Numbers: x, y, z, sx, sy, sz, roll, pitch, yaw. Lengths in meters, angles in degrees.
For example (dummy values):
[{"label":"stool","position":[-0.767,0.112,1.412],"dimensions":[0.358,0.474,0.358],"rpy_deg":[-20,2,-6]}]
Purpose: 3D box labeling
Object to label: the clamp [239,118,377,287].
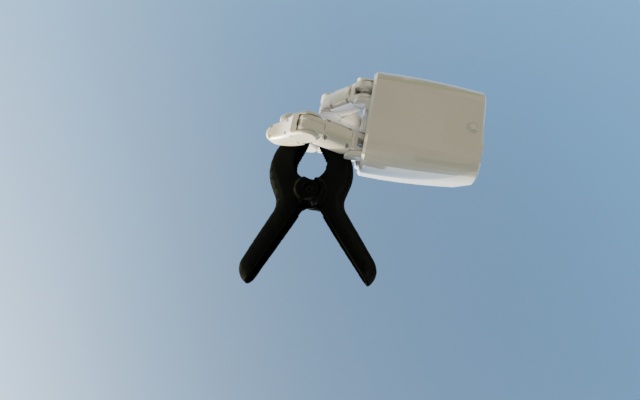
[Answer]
[{"label":"clamp","position":[0.000,0.001,0.443],"dimensions":[0.120,0.171,0.039],"rpy_deg":[11,-17,0]}]
